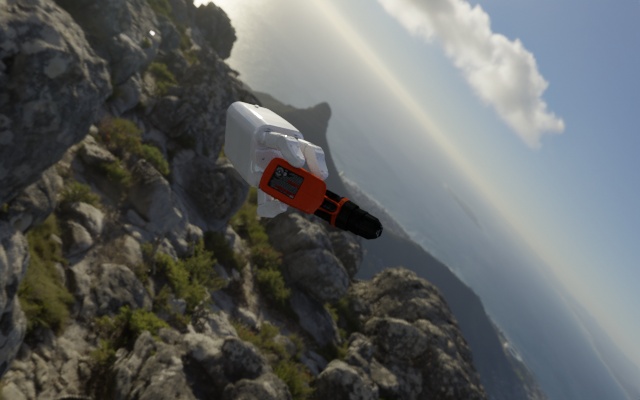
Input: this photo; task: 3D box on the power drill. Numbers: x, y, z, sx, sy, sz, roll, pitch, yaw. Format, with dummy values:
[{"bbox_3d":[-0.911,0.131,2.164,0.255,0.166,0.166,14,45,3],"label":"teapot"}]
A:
[{"bbox_3d":[0.000,0.002,0.756,0.184,0.057,0.188,26,-3,23],"label":"power drill"}]
